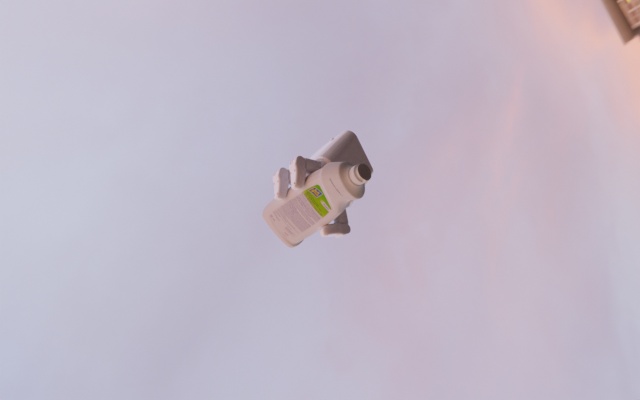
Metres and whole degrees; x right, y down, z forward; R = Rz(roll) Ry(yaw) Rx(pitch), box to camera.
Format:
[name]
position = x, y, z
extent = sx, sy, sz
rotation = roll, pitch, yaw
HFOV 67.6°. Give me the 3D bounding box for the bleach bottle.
[bleach bottle]
position = 0.000, 0.003, 0.830
extent = 0.251, 0.102, 0.068
rotation = -29, 16, 48
